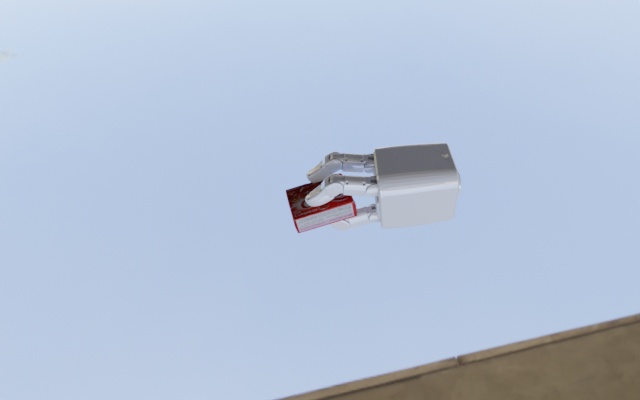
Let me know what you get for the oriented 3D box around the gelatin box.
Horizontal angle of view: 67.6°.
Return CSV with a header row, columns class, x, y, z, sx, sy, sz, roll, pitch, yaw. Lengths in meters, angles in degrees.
class,x,y,z,sx,sy,sz,roll,pitch,yaw
gelatin box,0.000,0.003,0.681,0.089,0.030,0.073,-17,38,-2
